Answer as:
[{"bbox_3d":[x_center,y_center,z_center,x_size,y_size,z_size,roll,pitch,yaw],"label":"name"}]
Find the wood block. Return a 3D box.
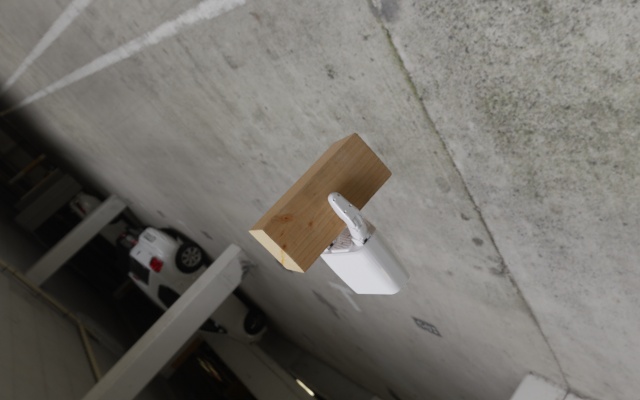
[{"bbox_3d":[0.000,0.003,0.735,0.206,0.090,0.091,-47,13,-17],"label":"wood block"}]
